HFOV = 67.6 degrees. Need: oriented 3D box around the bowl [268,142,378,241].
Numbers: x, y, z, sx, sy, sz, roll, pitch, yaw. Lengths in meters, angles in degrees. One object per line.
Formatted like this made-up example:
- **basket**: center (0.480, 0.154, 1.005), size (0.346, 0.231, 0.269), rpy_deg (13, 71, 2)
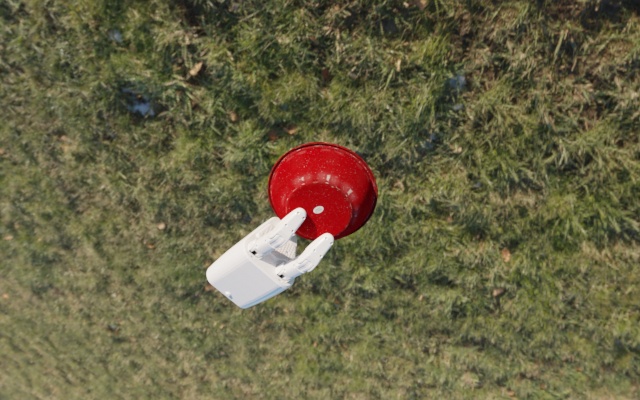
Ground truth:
- **bowl**: center (0.001, 0.001, 0.673), size (0.162, 0.162, 0.055), rpy_deg (0, 29, 6)
